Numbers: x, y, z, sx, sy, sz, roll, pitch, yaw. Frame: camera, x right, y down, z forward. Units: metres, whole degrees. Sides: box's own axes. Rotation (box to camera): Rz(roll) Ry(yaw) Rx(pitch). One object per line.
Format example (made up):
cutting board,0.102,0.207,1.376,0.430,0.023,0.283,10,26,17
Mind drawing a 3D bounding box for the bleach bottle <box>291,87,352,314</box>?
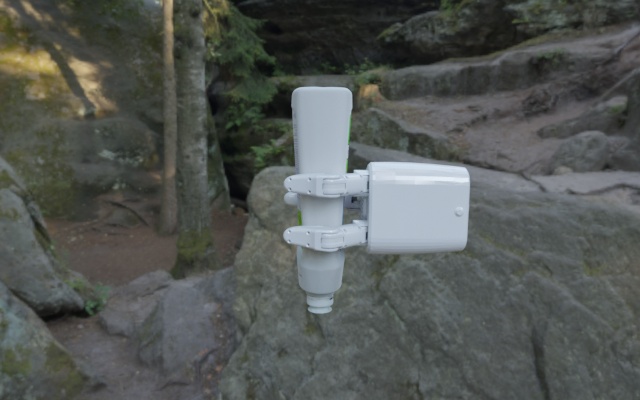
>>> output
bleach bottle,0.000,0.002,0.550,0.068,0.251,0.102,0,7,-2
